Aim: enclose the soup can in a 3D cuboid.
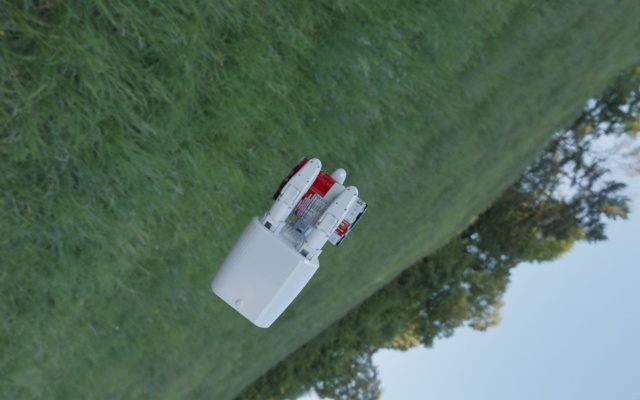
[{"bbox_3d":[0.001,0.002,0.604,0.102,0.068,0.068,37,2,3],"label":"soup can"}]
